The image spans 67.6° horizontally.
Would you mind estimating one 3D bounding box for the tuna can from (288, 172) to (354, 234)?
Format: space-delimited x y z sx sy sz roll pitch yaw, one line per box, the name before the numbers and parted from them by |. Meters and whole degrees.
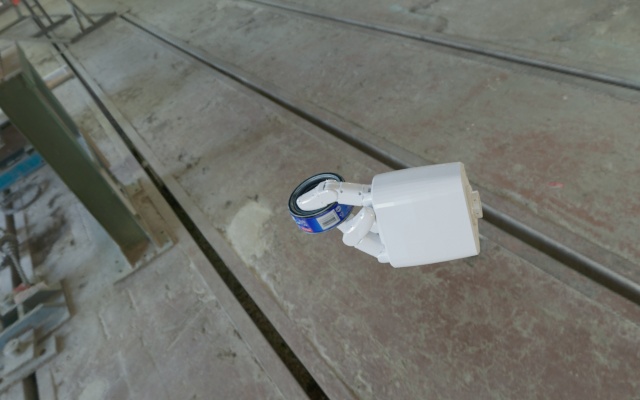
tuna can | 0.000 0.002 0.636 0.086 0.086 0.034 0 -43 35
